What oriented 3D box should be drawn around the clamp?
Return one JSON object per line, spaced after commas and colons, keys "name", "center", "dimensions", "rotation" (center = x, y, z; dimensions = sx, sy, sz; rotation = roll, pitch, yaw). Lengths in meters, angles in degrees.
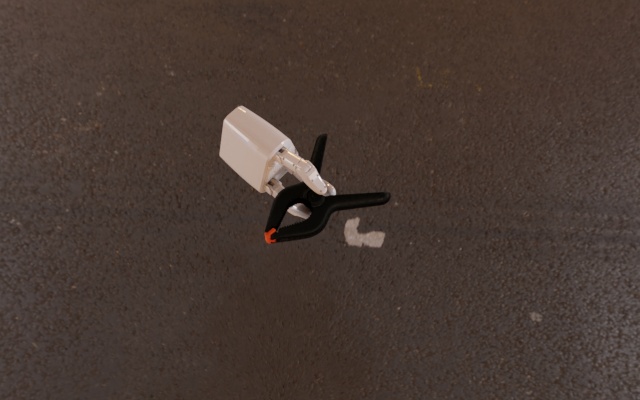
{"name": "clamp", "center": [0.000, 0.002, 0.774], "dimensions": [0.164, 0.210, 0.036], "rotation": [38, -21, 14]}
